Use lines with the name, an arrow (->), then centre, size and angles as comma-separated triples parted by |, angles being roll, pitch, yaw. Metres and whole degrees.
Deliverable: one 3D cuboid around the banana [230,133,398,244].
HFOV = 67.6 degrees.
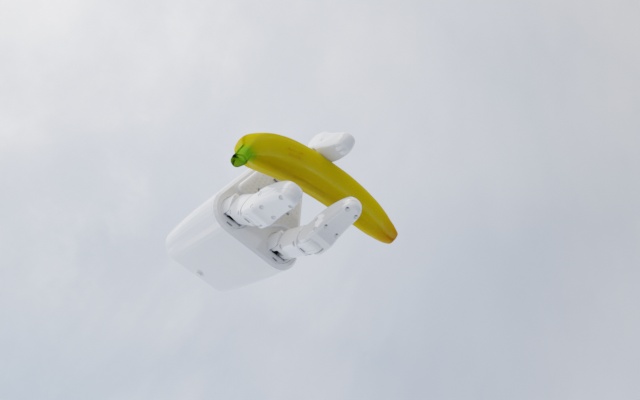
banana -> -0.005, -0.014, 0.427 | 0.198, 0.069, 0.037 | 25, -52, -38
